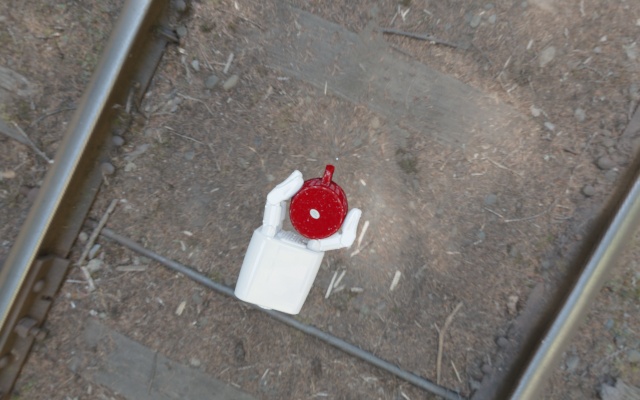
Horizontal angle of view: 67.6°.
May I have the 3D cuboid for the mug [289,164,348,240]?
[{"bbox_3d":[0.001,0.001,0.724,0.093,0.117,0.081,19,7,0],"label":"mug"}]
